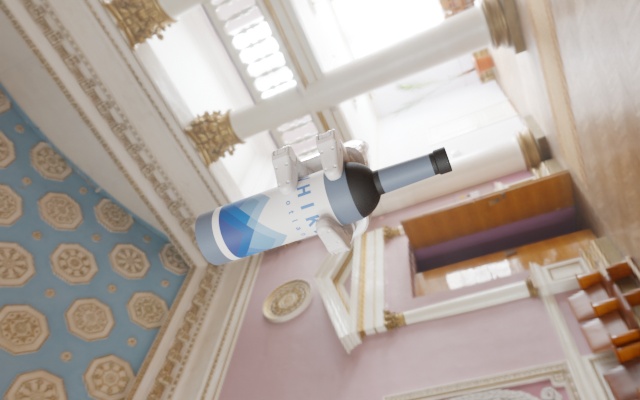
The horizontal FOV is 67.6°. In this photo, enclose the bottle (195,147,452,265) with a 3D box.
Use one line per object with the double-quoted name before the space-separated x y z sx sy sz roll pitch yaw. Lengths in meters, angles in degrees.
"bottle" 0.000 0.002 0.540 0.296 0.069 0.069 -19 -6 17
